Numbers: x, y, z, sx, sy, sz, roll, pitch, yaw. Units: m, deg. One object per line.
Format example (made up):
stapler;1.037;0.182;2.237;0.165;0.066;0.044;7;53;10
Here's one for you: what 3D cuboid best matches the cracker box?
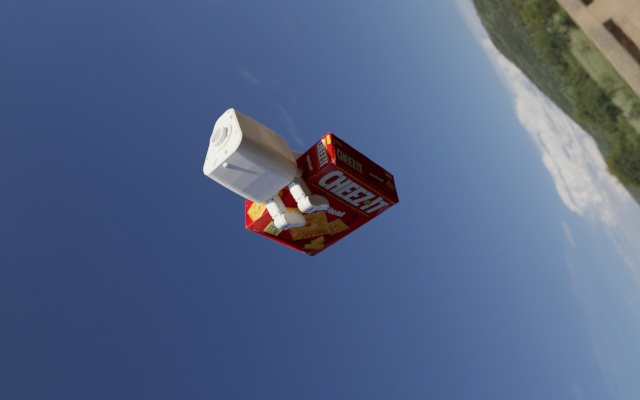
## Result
cracker box;0.000;0.003;0.820;0.214;0.072;0.164;-35;-46;31
